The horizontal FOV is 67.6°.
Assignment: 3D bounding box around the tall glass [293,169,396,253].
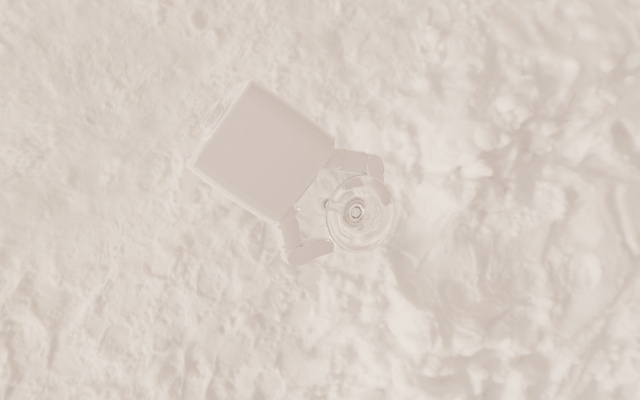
[{"bbox_3d":[0.000,0.002,0.540,0.079,0.079,0.201,0,6,-23],"label":"tall glass"}]
